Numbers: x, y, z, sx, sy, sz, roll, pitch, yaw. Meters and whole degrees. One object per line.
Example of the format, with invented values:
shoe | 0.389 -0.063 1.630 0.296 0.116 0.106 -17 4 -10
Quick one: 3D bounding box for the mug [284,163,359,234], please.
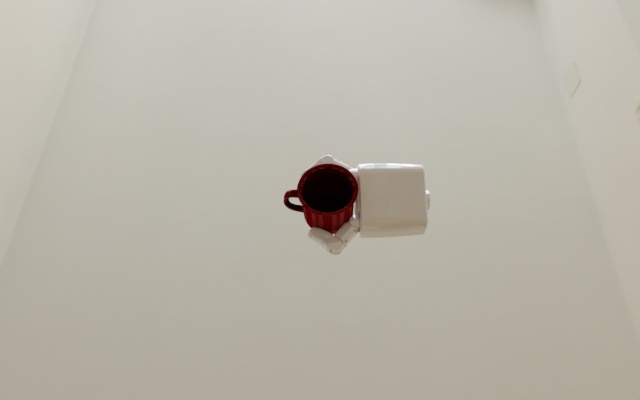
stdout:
mug | -0.001 0.003 0.755 0.117 0.093 0.081 -1 -30 1
